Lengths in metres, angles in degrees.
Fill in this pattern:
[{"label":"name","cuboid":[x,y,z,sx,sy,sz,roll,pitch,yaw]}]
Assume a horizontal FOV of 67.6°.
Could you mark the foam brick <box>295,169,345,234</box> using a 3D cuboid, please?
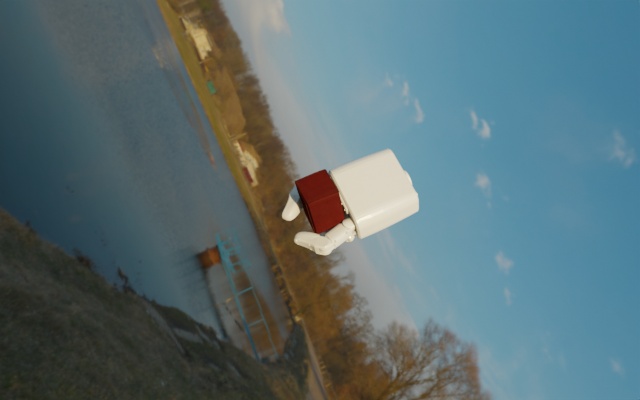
[{"label":"foam brick","cuboid":[0.000,0.002,0.713,0.051,0.053,0.078,-23,-40,-6]}]
